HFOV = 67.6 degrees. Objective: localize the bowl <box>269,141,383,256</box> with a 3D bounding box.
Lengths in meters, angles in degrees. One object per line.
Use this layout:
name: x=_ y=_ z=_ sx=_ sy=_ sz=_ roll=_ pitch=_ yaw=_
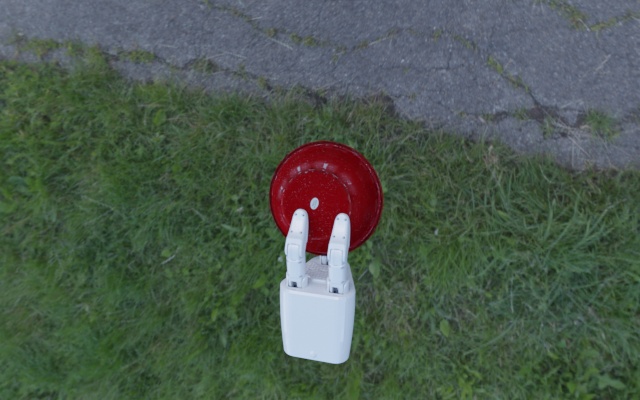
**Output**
bowl: x=0.000 y=0.001 z=0.634 sx=0.162 sy=0.162 sz=0.055 roll=0 pitch=8 yaw=13
